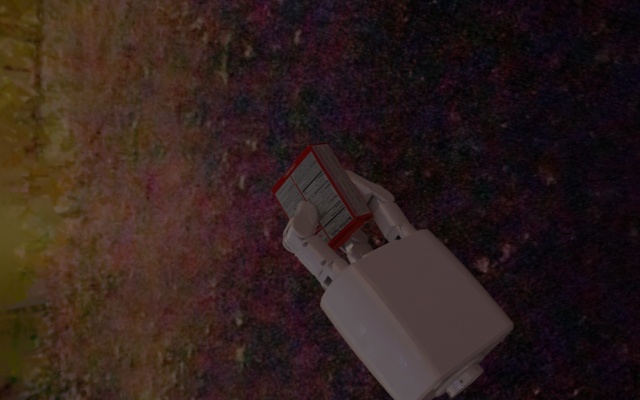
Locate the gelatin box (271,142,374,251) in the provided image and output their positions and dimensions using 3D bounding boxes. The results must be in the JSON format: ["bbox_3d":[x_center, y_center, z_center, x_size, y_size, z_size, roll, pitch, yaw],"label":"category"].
[{"bbox_3d":[0.000,0.001,0.457,0.030,0.089,0.073,-13,-26,-46],"label":"gelatin box"}]
